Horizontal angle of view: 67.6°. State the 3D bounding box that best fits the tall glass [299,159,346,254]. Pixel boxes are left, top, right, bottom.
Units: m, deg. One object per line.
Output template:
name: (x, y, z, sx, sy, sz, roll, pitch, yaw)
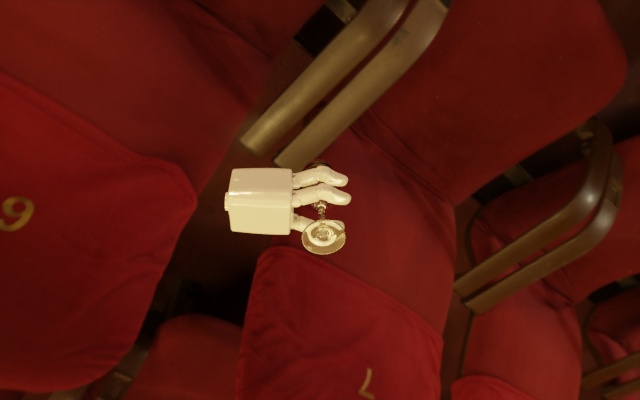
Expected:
tall glass: (0.000, 0.003, 0.868, 0.079, 0.079, 0.201, 0, 36, -3)
